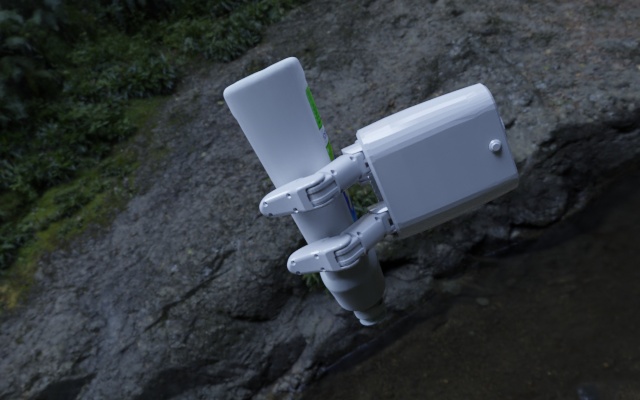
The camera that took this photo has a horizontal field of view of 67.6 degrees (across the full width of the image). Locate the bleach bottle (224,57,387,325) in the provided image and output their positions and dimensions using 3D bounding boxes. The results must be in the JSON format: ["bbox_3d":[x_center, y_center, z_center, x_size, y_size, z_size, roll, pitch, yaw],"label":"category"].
[{"bbox_3d":[0.000,0.001,0.435,0.068,0.251,0.102,-24,18,6],"label":"bleach bottle"}]
